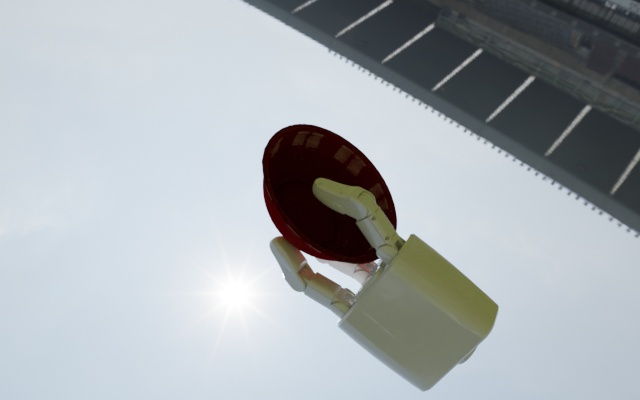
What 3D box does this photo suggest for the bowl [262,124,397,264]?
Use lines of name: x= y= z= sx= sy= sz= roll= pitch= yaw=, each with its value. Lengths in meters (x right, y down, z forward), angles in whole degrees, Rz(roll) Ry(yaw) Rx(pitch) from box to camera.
bowl: x=-0.001 y=0.001 z=0.490 sx=0.162 sy=0.162 sz=0.055 roll=0 pitch=-30 yaw=-40
